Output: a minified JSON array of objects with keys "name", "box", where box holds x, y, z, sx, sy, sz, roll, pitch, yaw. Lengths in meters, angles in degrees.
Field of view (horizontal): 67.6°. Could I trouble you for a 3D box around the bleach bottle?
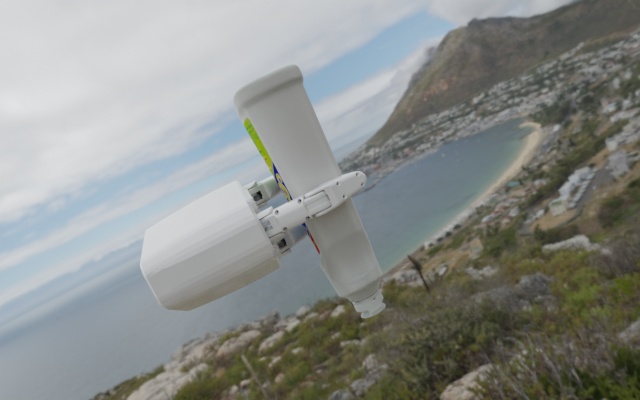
[{"name":"bleach bottle","box":[0.000,0.001,0.470,0.068,0.251,0.102,-27,5,-8]}]
